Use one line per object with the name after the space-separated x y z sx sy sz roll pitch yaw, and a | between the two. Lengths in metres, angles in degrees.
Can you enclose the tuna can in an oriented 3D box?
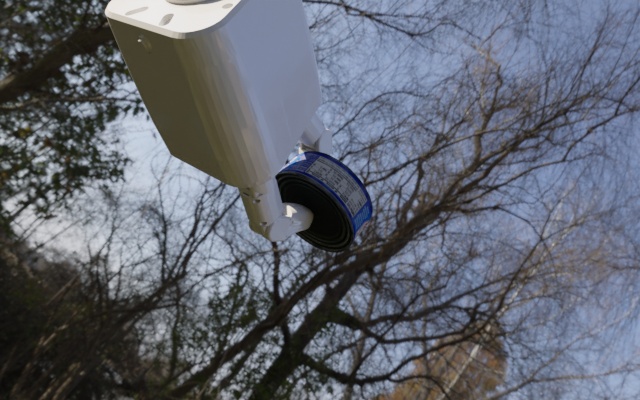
0.000 0.001 0.401 0.086 0.086 0.033 0 39 48 | tuna can
